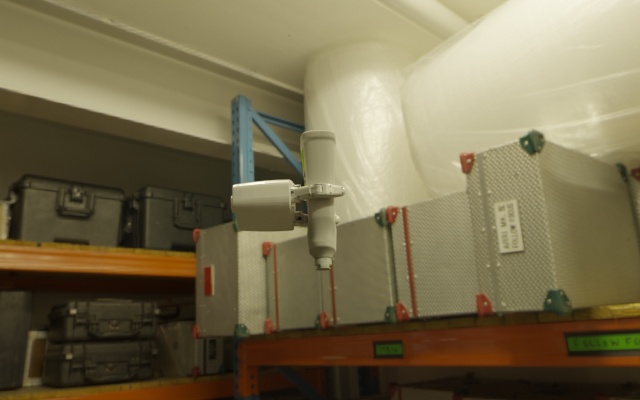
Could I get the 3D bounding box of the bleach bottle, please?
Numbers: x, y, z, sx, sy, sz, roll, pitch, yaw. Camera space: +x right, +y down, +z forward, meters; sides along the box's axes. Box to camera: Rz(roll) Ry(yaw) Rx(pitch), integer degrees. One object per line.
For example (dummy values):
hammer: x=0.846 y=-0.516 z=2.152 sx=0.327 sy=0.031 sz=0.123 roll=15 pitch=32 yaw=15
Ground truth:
bleach bottle: x=0.000 y=0.003 z=0.895 sx=0.068 sy=0.250 sz=0.102 roll=-2 pitch=-16 yaw=-2
